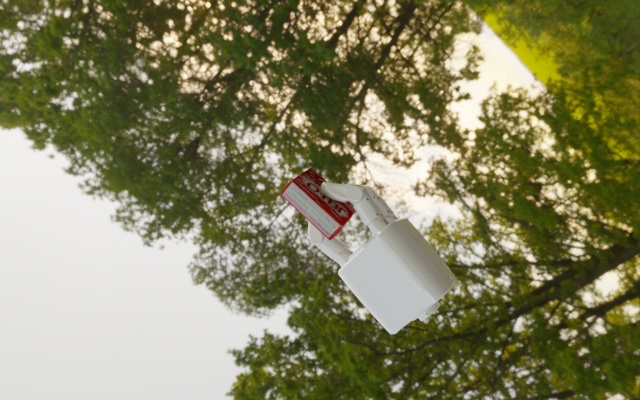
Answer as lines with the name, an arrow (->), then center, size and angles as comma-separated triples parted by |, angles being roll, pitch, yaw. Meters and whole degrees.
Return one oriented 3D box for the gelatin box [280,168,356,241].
gelatin box -> 0.000, 0.002, 0.625 | 0.089, 0.030, 0.073 | 42, 25, 3
